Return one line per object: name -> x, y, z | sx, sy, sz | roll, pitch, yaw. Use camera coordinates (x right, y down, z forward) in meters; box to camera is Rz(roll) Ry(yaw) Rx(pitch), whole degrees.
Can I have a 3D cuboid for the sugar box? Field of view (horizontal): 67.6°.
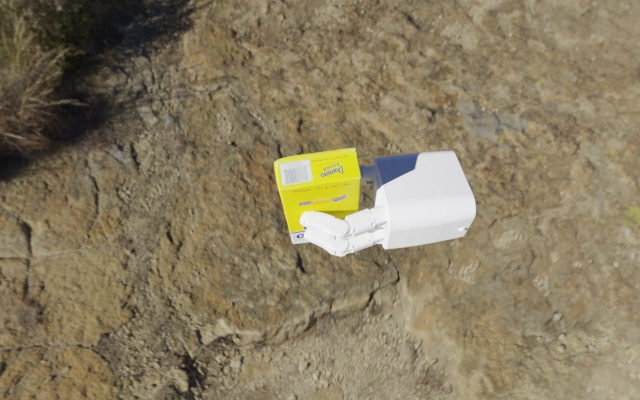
sugar box -> 0.000, 0.002, 0.597 | 0.093, 0.048, 0.176 | -8, -27, -1
